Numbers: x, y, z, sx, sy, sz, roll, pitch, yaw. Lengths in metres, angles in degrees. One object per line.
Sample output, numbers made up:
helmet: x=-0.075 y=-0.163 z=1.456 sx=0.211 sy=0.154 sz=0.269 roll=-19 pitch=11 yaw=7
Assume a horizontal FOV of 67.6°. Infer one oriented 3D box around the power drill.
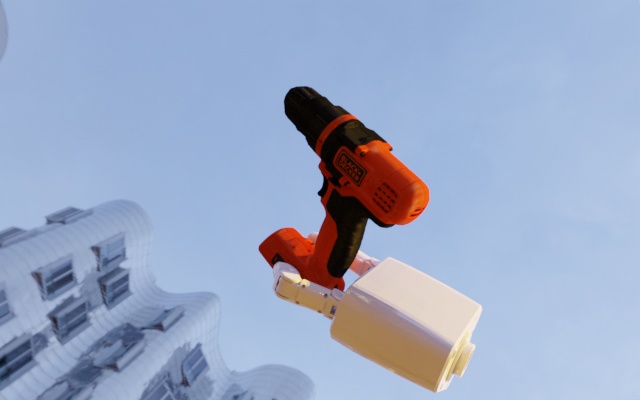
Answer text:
power drill: x=0.000 y=0.002 z=0.483 sx=0.057 sy=0.188 sz=0.184 roll=-13 pitch=50 yaw=-43
